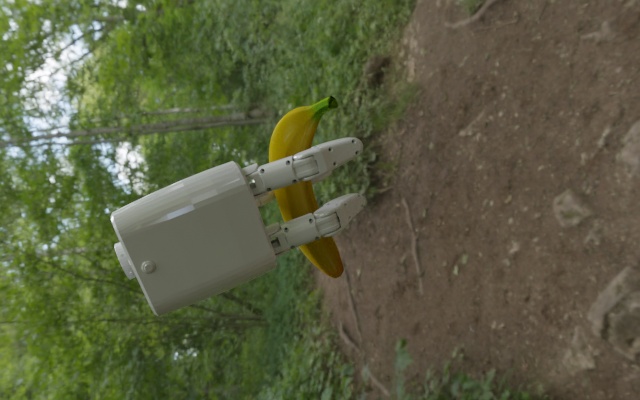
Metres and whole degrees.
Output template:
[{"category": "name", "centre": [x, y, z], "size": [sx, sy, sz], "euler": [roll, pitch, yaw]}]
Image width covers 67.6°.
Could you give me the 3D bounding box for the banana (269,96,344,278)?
[{"category": "banana", "centre": [-0.015, -0.007, 0.458], "size": [0.069, 0.198, 0.037], "euler": [22, 43, 33]}]
